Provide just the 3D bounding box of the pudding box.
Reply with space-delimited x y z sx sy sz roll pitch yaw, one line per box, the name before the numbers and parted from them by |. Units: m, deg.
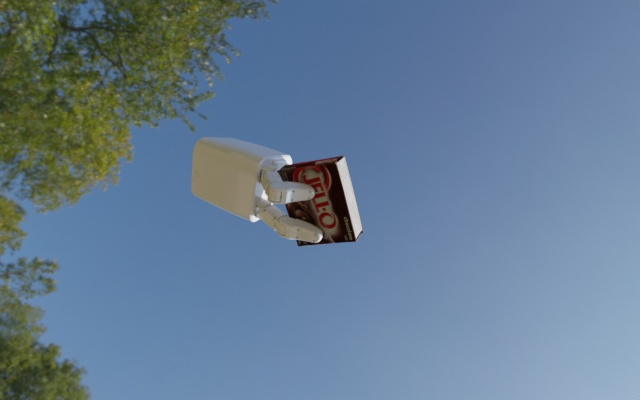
pudding box | 0.000 0.002 0.639 0.090 0.113 0.039 -7 20 28
